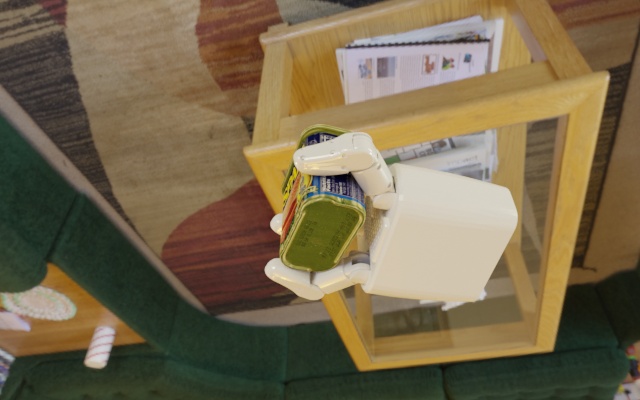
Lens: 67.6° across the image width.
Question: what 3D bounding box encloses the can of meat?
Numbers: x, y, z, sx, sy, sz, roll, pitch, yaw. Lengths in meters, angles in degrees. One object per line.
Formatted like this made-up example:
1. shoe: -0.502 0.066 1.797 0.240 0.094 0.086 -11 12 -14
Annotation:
1. can of meat: 0.000 0.002 0.412 0.057 0.083 0.102 12 -43 -14
